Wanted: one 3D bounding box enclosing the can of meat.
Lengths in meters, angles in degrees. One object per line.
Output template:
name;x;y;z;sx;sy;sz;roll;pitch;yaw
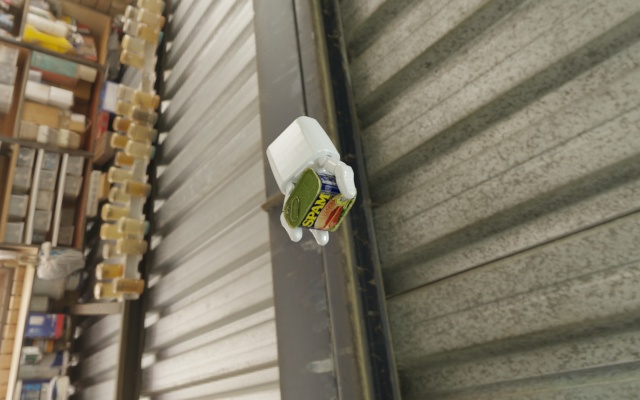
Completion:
can of meat;0.000;0.003;0.790;0.084;0.102;0.057;10;34;-37
